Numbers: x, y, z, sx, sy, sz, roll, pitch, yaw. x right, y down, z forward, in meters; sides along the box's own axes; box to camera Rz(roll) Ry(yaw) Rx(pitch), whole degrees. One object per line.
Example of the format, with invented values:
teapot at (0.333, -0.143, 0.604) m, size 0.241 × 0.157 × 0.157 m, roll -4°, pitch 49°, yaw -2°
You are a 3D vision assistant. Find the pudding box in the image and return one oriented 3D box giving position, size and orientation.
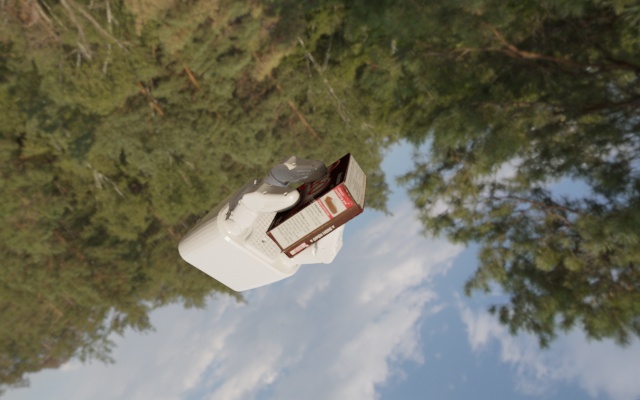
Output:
pudding box at (0.000, 0.002, 0.480) m, size 0.090 × 0.039 × 0.113 m, roll -35°, pitch 14°, yaw 16°
